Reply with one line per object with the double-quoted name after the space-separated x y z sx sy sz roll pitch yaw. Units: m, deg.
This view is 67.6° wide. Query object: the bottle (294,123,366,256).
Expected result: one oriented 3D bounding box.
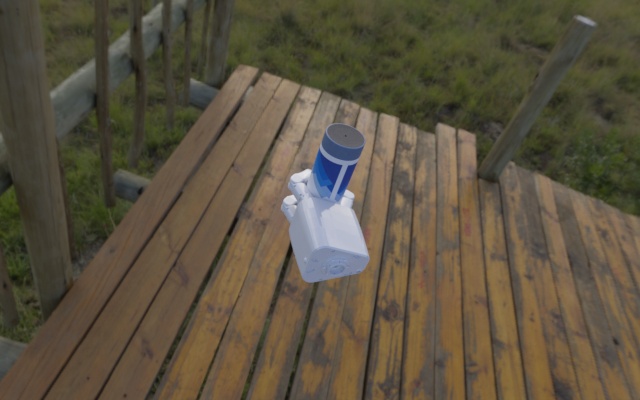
0.000 0.003 0.847 0.069 0.296 0.069 12 41 -10 "bottle"
